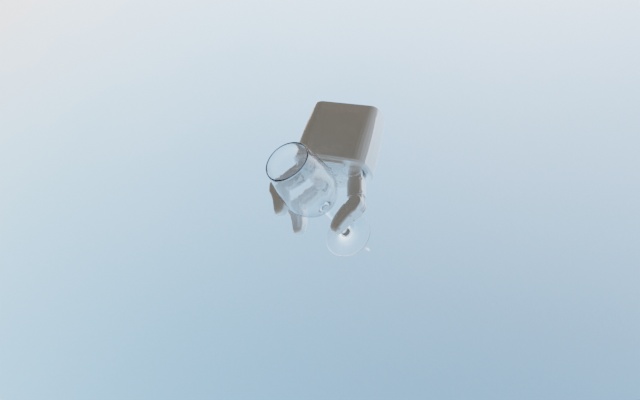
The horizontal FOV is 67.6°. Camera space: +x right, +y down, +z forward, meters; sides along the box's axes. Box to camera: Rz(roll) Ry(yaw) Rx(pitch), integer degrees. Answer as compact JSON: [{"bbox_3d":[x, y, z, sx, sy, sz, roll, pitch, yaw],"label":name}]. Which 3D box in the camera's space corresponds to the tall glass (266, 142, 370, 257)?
[{"bbox_3d":[0.000,0.003,0.675,0.079,0.079,0.201,0,-31,31],"label":"tall glass"}]
